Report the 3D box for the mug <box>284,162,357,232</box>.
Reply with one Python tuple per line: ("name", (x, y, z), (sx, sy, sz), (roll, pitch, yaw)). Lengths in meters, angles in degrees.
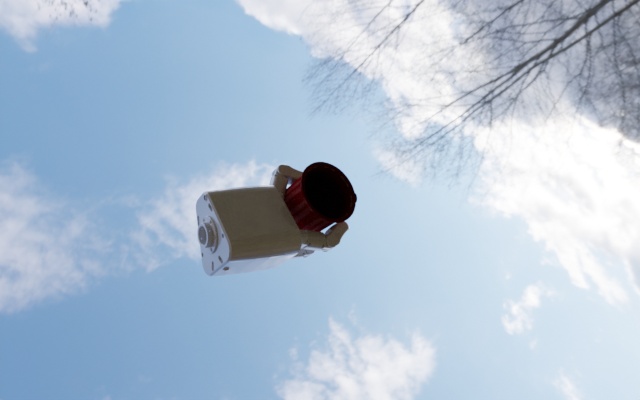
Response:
("mug", (0.001, 0.002, 0.702), (0.117, 0.093, 0.081), (-3, -21, -38))
